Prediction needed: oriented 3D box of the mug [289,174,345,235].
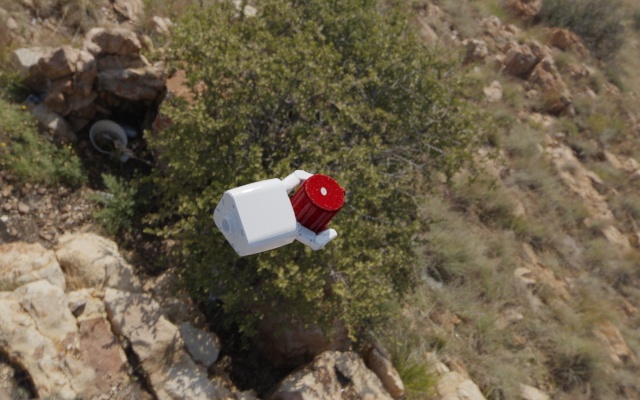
[{"bbox_3d":[0.001,0.003,0.883,0.117,0.093,0.081,-16,-22,-38],"label":"mug"}]
